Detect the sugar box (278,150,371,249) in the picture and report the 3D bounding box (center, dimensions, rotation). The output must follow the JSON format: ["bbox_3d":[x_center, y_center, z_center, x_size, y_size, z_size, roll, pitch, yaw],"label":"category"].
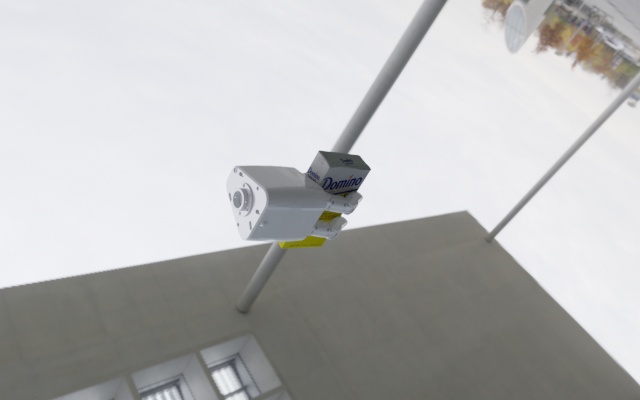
[{"bbox_3d":[0.000,0.003,0.780,0.093,0.176,0.048,1,43,-42],"label":"sugar box"}]
